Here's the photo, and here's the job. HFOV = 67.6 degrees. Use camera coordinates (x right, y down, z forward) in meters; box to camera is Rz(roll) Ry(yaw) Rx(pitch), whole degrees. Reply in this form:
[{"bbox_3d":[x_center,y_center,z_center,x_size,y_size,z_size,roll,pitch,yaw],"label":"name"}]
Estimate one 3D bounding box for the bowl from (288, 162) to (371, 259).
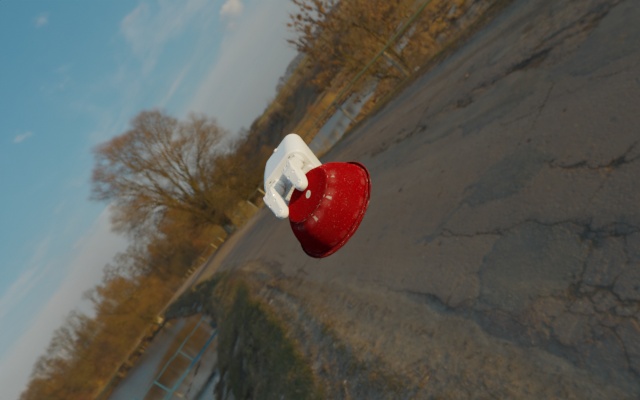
[{"bbox_3d":[0.000,0.003,0.714,0.055,0.162,0.162,29,-16,-31],"label":"bowl"}]
